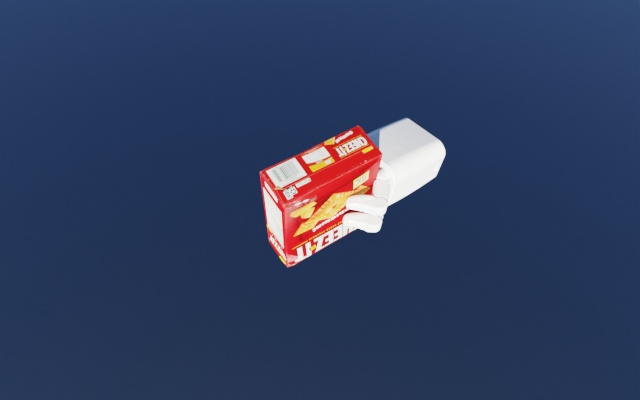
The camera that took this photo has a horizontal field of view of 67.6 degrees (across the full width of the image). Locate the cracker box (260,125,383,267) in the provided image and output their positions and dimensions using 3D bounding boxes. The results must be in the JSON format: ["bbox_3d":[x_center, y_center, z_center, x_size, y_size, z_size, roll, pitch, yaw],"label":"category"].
[{"bbox_3d":[0.000,0.002,0.740,0.164,0.072,0.214,-27,-26,-17],"label":"cracker box"}]
